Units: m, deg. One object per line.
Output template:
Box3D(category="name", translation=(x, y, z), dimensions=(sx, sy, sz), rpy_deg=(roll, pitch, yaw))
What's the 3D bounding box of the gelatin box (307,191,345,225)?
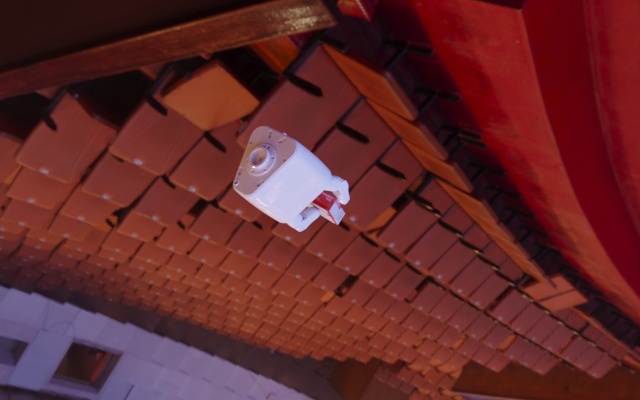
Box3D(category="gelatin box", translation=(0.000, 0.003, 0.836), dimensions=(0.073, 0.030, 0.089), rpy_deg=(31, -9, 21))
